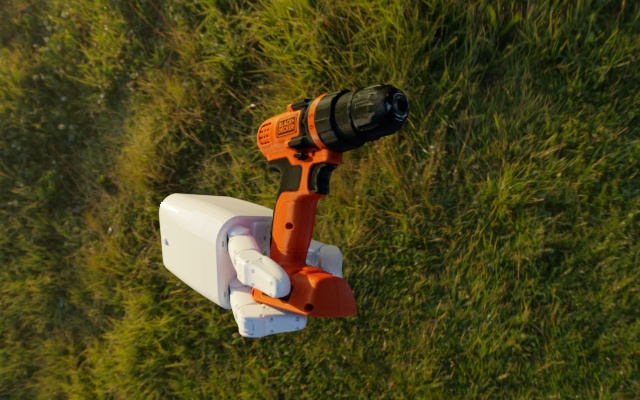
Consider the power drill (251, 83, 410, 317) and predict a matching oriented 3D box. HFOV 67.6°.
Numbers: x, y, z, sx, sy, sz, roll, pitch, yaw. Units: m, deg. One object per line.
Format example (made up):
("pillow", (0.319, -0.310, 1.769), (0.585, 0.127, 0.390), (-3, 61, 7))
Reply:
("power drill", (0.000, 0.002, 0.414), (0.057, 0.187, 0.184), (10, -8, -34))
